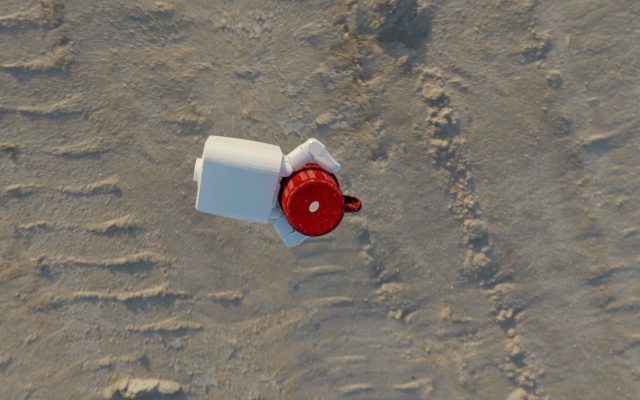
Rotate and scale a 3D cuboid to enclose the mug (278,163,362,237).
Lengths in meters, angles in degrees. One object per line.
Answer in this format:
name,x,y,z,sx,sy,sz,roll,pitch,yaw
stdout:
mug,0.002,0.002,0.663,0.117,0.093,0.081,8,14,-10
